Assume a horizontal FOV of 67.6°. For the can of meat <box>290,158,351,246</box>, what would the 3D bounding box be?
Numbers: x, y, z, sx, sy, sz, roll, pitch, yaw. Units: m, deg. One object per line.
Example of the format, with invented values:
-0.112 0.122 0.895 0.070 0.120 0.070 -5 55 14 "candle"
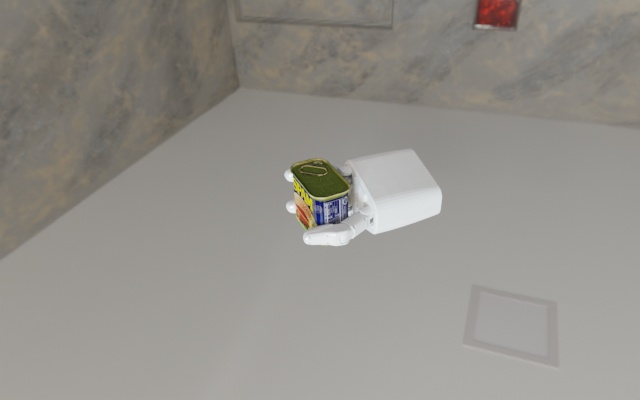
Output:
0.000 0.003 0.663 0.057 0.084 0.102 -16 36 -19 "can of meat"
